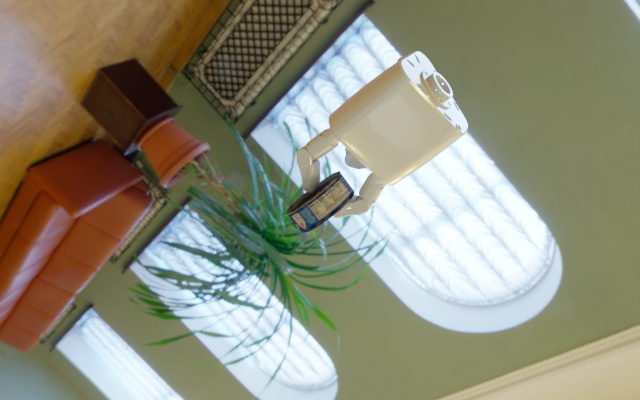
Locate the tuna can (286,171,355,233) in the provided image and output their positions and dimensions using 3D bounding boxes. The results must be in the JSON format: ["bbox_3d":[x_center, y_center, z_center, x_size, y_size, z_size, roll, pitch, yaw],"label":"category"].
[{"bbox_3d":[0.000,0.002,0.595,0.086,0.034,0.086,-37,8,6],"label":"tuna can"}]
